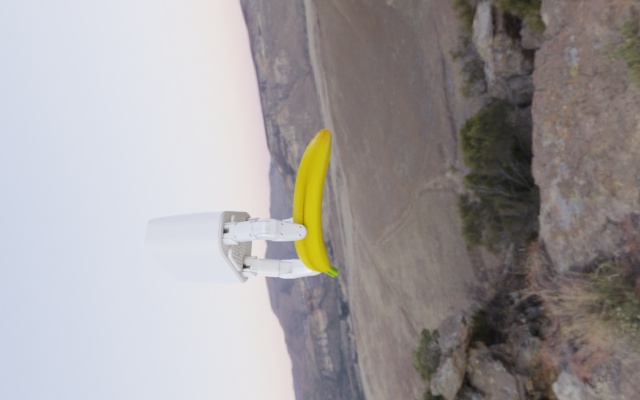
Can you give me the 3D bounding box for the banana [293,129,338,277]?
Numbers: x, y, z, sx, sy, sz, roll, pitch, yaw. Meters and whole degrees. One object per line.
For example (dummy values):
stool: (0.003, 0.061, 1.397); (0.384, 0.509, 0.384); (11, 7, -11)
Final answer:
banana: (-0.009, 0.008, 0.612); (0.037, 0.198, 0.069); (2, 8, 28)
